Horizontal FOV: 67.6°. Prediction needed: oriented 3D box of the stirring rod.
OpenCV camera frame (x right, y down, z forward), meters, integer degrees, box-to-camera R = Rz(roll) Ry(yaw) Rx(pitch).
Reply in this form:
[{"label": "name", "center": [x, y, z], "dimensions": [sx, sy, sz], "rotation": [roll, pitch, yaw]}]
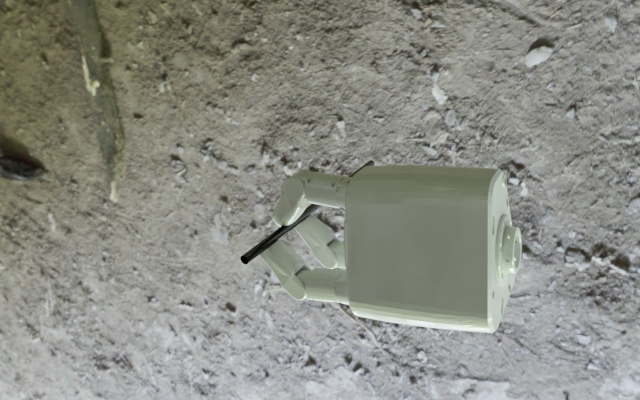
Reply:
[{"label": "stirring rod", "center": [0.000, 0.001, 0.470], "dimensions": [0.011, 0.011, 0.239], "rotation": [0, 22, 33]}]
